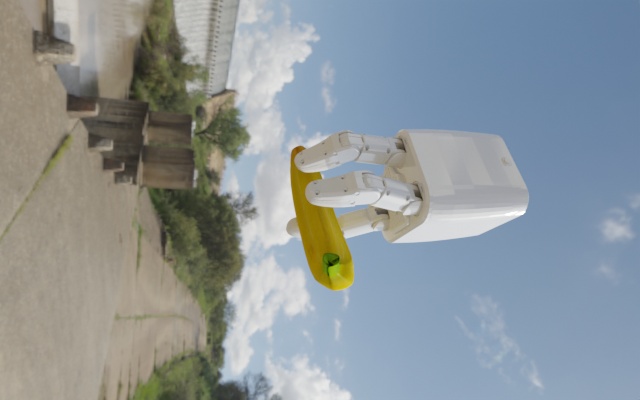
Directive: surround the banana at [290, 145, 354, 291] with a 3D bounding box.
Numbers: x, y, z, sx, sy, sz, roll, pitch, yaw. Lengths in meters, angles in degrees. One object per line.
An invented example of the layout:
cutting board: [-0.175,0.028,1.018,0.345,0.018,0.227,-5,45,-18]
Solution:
banana: [0.000,0.019,0.431,0.037,0.070,0.197,-5,31,-10]
